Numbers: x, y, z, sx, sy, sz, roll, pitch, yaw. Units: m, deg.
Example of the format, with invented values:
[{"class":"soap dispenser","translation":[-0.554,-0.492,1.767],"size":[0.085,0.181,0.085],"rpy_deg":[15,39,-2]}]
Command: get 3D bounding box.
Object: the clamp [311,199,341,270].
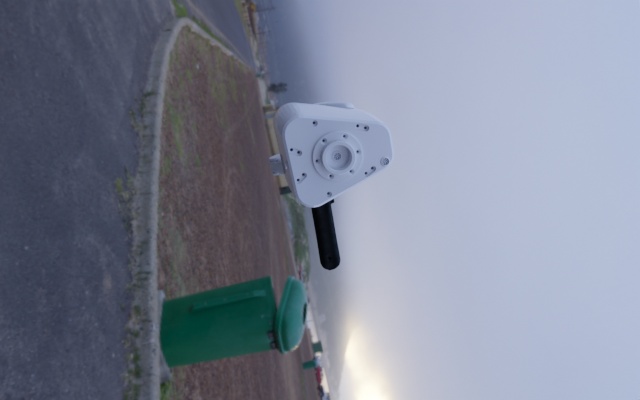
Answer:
[{"class":"clamp","translation":[0.001,0.002,0.606],"size":[0.039,0.171,0.120],"rpy_deg":[-13,17,-6]}]
